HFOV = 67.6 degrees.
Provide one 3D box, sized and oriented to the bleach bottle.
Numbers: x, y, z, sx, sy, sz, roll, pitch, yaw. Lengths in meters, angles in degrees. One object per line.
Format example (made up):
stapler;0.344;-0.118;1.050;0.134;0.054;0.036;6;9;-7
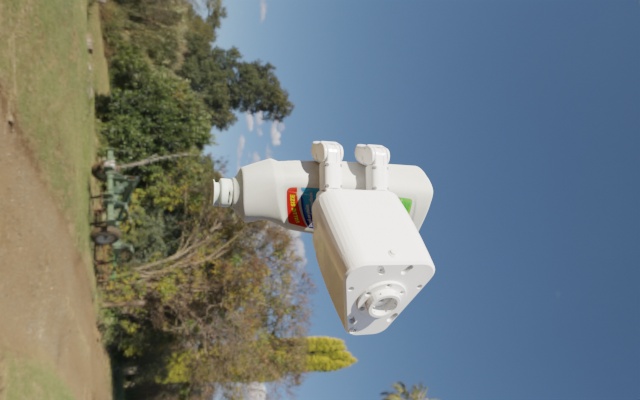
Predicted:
bleach bottle;0.000;0.002;0.559;0.251;0.103;0.068;2;39;-20
